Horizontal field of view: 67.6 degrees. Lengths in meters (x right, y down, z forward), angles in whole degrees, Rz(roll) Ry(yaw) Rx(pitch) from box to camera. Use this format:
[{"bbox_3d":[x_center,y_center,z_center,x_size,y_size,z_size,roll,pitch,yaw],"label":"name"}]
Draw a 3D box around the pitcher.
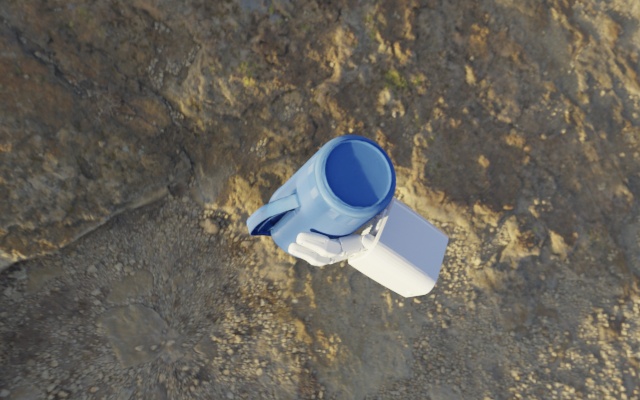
[{"bbox_3d":[0.000,0.002,0.680,0.145,0.149,0.243,33,-23,-6],"label":"pitcher"}]
